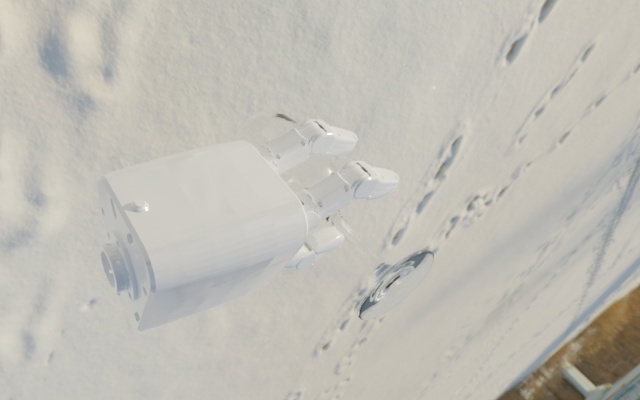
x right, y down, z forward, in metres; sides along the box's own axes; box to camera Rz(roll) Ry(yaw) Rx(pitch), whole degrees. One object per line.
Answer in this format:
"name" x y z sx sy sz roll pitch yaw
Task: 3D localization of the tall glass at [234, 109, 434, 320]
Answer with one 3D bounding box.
"tall glass" 0.001 0.002 0.409 0.079 0.079 0.201 0 40 -49
